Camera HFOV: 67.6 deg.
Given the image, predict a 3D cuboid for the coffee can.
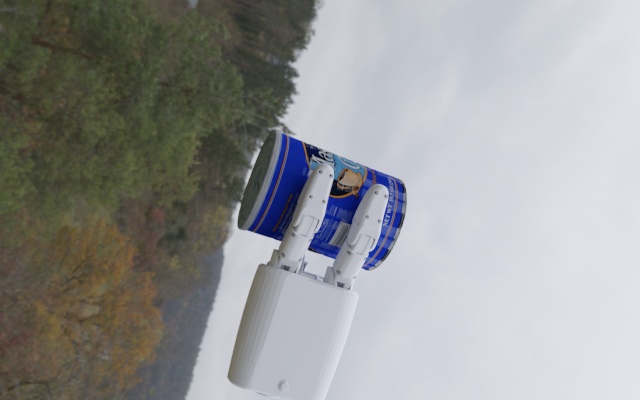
[{"bbox_3d":[0.000,0.001,0.481,0.140,0.103,0.103,20,-6,-16],"label":"coffee can"}]
